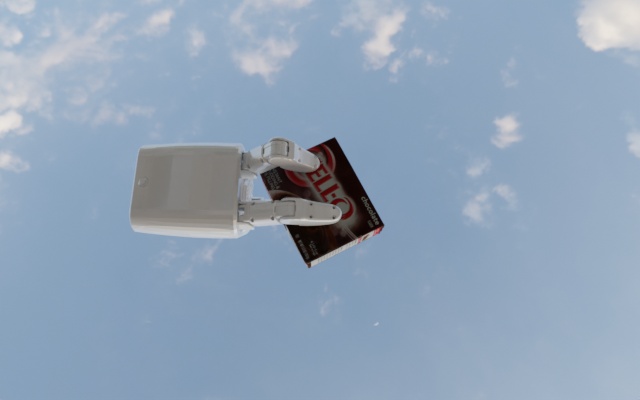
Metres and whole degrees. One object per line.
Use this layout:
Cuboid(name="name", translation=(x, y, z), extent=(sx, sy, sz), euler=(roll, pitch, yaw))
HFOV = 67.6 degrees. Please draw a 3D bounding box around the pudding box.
Cuboid(name="pudding box", translation=(0.000, 0.002, 0.500), extent=(0.090, 0.113, 0.039), euler=(-26, -14, -8))
